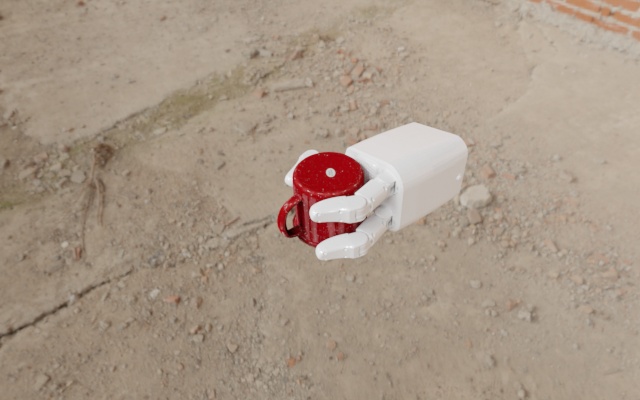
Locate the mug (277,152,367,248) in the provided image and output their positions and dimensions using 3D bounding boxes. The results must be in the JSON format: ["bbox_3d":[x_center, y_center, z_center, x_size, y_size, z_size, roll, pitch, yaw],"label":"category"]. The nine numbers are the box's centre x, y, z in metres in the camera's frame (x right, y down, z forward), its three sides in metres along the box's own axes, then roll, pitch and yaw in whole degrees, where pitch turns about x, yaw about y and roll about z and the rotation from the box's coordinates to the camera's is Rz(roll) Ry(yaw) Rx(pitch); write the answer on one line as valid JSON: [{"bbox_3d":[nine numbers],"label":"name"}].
[{"bbox_3d":[-0.001,0.002,0.556,0.117,0.082,0.093,-26,47,-23],"label":"mug"}]
